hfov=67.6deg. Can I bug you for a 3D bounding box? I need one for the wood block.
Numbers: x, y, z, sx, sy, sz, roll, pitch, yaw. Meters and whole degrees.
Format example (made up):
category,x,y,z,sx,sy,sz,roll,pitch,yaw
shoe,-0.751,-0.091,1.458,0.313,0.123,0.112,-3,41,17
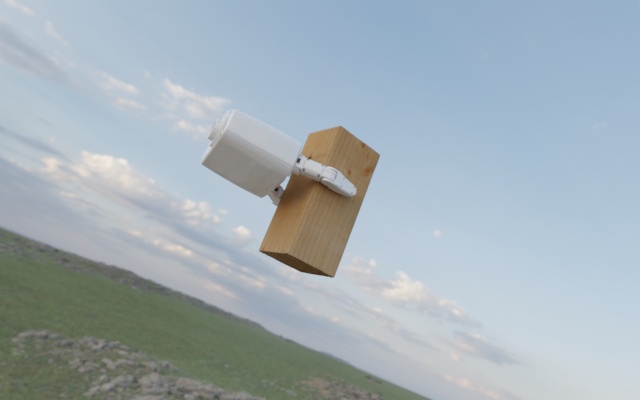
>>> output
category,x,y,z,sx,sy,sz,roll,pitch,yaw
wood block,0.000,0.002,0.727,0.090,0.206,0.091,32,-19,-30
